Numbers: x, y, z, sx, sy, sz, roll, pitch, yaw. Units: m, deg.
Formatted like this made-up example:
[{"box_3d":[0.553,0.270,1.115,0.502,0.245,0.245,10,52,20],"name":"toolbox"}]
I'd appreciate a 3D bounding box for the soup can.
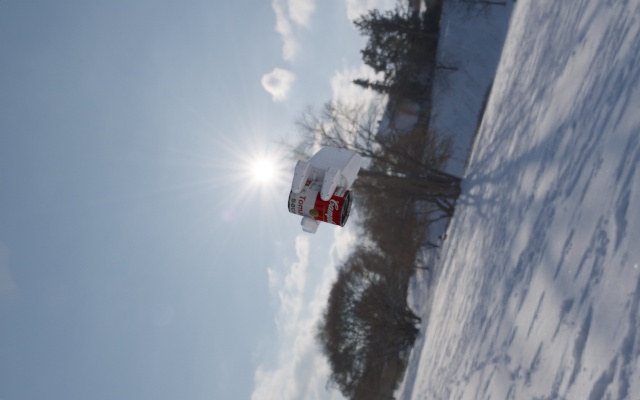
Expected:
[{"box_3d":[0.000,0.003,0.860,0.102,0.068,0.068,15,4,15],"name":"soup can"}]
